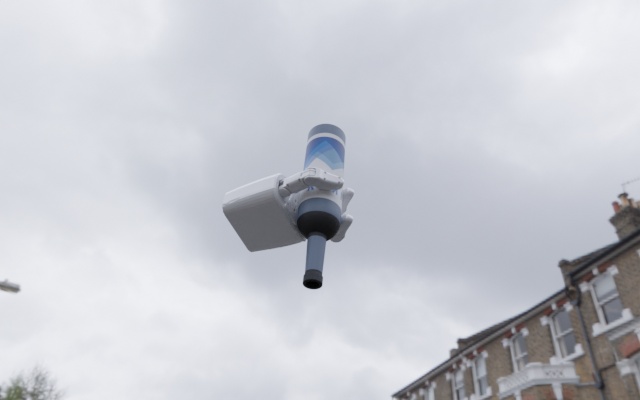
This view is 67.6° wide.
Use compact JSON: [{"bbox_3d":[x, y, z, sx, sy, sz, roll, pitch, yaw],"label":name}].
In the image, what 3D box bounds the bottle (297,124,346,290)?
[{"bbox_3d":[0.000,0.002,0.744,0.069,0.295,0.069,3,-40,3],"label":"bottle"}]
